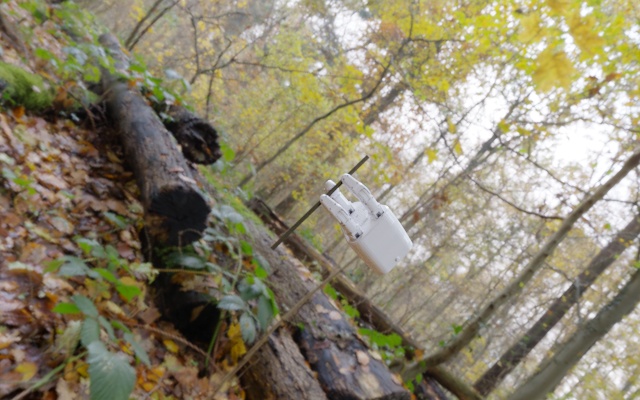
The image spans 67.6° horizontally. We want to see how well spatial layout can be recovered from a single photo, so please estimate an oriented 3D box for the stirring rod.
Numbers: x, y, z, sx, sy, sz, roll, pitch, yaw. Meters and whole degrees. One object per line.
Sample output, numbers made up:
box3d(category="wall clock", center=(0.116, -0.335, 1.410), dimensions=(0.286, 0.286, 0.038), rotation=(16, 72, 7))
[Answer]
box3d(category="stirring rod", center=(0.000, 0.003, 0.856), dimensions=(0.239, 0.011, 0.011), rotation=(-44, 6, -6))
